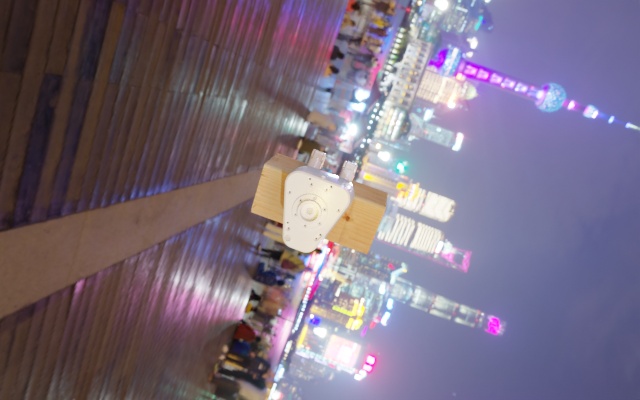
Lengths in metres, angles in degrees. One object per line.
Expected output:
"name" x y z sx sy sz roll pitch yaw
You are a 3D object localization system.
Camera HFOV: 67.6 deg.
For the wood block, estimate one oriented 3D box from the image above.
"wood block" 0.000 0.003 0.810 0.206 0.091 0.090 20 20 3
